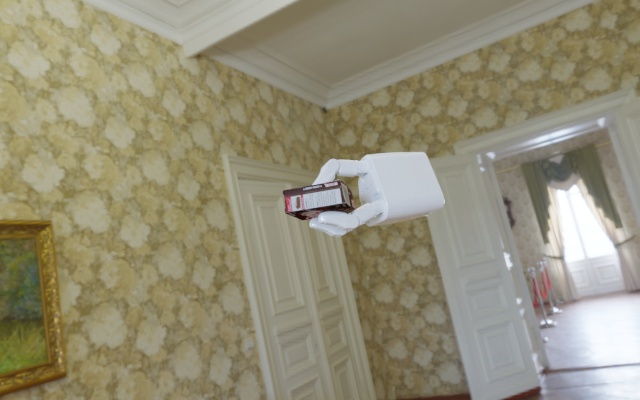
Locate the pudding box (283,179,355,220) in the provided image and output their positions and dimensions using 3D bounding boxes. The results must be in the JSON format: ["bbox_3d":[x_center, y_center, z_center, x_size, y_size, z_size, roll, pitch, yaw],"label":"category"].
[{"bbox_3d":[0.000,0.002,0.723,0.090,0.039,0.113,-11,-12,10],"label":"pudding box"}]
